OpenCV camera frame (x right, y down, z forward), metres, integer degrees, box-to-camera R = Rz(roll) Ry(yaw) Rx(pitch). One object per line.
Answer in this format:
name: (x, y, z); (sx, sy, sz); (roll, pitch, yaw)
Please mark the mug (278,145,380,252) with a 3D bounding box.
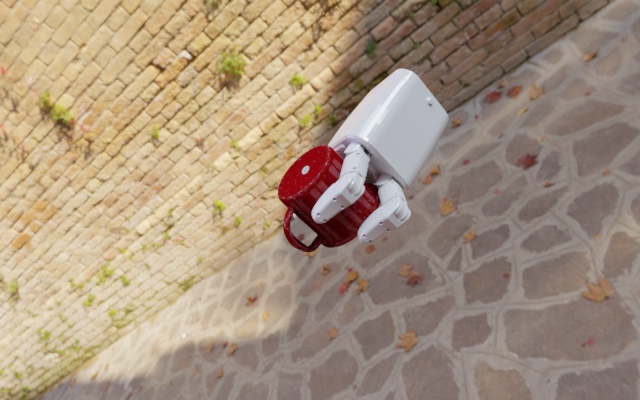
mug: (-0.001, 0.003, 0.532); (0.081, 0.117, 0.093); (43, -18, -26)
